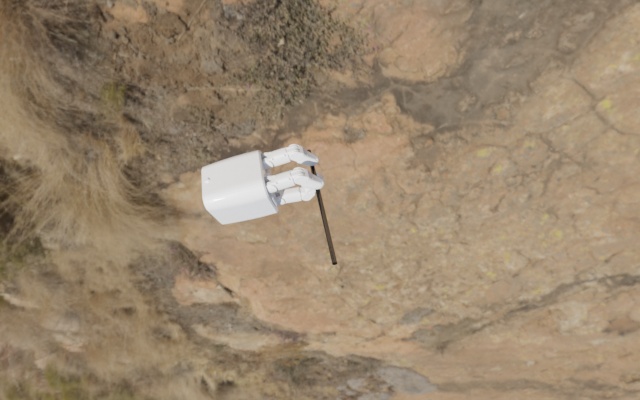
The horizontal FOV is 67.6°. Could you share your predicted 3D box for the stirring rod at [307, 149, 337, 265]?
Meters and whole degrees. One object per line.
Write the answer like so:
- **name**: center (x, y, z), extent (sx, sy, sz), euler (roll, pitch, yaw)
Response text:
- **stirring rod**: center (0.000, 0.003, 0.789), extent (0.011, 0.239, 0.011), euler (-8, -38, -6)
